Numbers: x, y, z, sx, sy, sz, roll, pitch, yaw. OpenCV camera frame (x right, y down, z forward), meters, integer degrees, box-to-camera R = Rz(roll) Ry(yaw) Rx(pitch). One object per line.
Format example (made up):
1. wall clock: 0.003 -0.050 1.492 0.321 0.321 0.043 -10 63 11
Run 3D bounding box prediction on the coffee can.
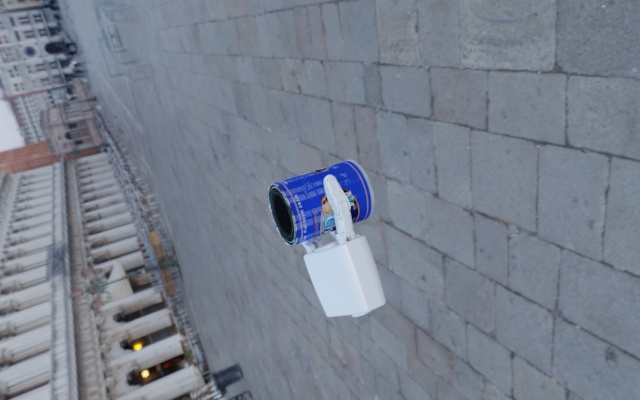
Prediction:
1. coffee can: 0.000 0.002 0.756 0.140 0.103 0.103 -18 7 -22
